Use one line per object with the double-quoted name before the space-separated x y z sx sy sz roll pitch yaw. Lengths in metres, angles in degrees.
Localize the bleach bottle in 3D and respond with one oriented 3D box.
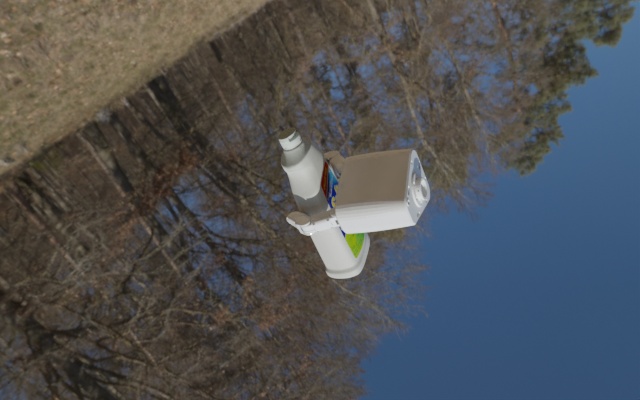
"bleach bottle" 0.000 0.002 0.747 0.068 0.251 0.102 -9 37 29
